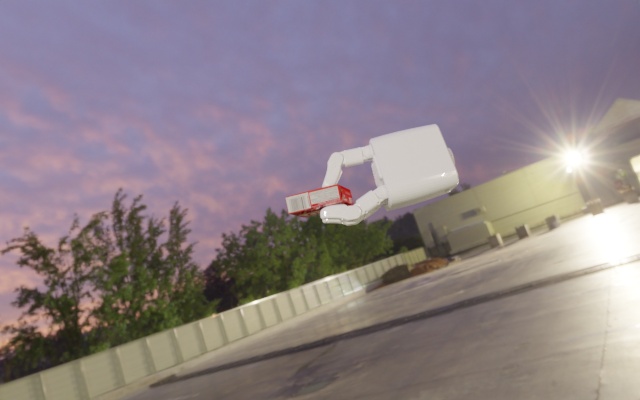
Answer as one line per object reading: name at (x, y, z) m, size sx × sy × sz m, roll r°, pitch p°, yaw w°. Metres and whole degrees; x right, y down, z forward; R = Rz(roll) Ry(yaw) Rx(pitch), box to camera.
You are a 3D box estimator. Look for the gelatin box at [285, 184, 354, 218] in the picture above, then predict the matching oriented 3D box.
gelatin box at (0.000, 0.002, 0.740) m, size 0.089 × 0.030 × 0.073 m, roll -13°, pitch -10°, yaw 14°
